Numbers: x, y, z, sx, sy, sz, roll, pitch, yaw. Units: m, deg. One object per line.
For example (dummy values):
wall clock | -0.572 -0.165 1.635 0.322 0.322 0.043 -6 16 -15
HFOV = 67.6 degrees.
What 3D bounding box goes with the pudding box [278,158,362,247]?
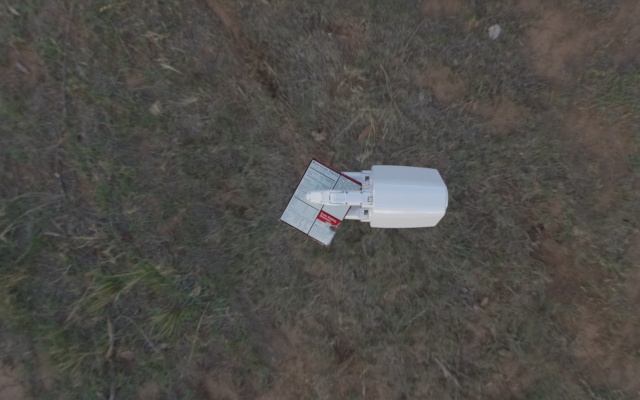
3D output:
pudding box | 0.000 0.002 0.740 0.090 0.113 0.039 29 3 1
